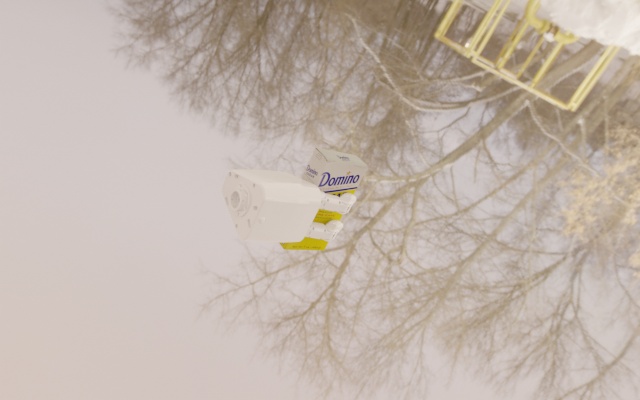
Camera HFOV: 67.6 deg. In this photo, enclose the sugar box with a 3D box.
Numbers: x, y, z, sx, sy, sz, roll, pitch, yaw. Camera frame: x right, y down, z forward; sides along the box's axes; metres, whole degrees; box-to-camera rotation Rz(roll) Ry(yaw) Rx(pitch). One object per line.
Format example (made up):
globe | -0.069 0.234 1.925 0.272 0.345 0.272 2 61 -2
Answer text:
sugar box | 0.000 0.003 0.799 0.093 0.176 0.048 5 33 -40
